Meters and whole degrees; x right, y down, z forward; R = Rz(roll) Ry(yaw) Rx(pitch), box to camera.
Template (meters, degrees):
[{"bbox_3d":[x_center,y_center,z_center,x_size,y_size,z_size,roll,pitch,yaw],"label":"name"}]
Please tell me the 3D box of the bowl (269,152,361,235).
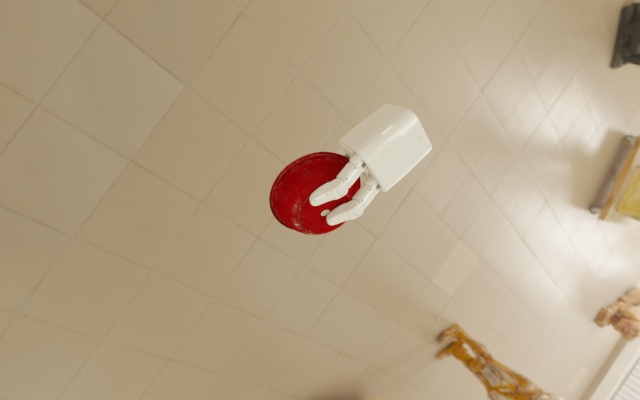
[{"bbox_3d":[-0.001,0.004,0.784,0.162,0.162,0.055,0,36,-22],"label":"bowl"}]
